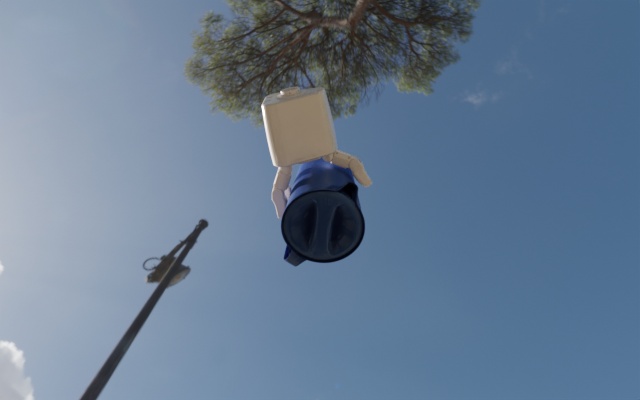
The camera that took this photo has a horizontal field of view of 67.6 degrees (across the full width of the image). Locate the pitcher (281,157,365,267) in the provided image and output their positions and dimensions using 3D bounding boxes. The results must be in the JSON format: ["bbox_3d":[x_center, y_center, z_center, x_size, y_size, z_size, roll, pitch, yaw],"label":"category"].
[{"bbox_3d":[0.000,0.003,0.858,0.149,0.145,0.242,-10,24,6],"label":"pitcher"}]
